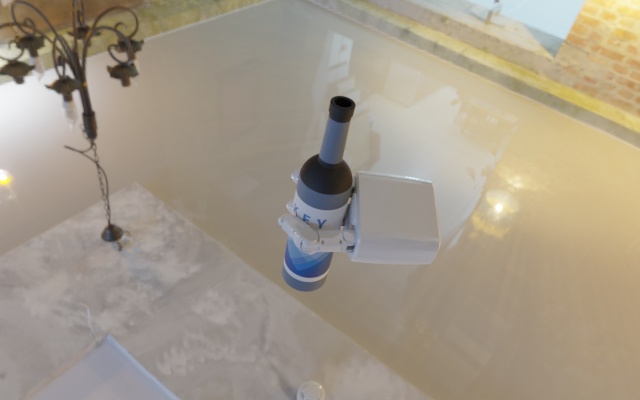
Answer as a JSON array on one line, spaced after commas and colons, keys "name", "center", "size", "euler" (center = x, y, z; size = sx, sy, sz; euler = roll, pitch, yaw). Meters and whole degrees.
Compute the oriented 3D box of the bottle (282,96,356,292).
[{"name": "bottle", "center": [0.000, 0.002, 0.603], "size": [0.069, 0.296, 0.069], "euler": [7, 43, -6]}]
